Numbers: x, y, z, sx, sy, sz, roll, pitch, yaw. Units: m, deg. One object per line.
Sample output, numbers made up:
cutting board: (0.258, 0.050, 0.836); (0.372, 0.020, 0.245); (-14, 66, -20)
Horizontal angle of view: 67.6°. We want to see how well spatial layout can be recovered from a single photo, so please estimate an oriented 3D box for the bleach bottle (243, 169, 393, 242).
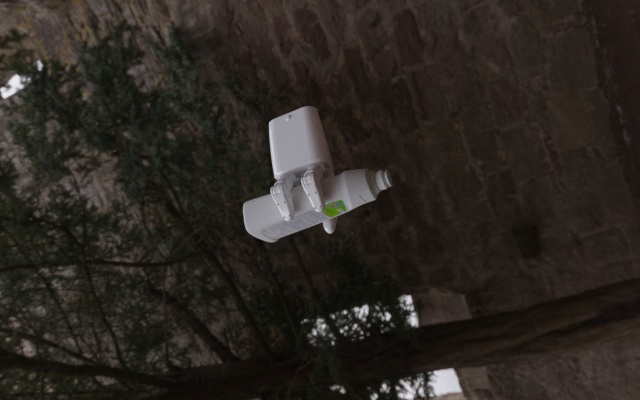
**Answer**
bleach bottle: (0.000, 0.003, 0.800); (0.251, 0.068, 0.102); (-18, -21, 20)
